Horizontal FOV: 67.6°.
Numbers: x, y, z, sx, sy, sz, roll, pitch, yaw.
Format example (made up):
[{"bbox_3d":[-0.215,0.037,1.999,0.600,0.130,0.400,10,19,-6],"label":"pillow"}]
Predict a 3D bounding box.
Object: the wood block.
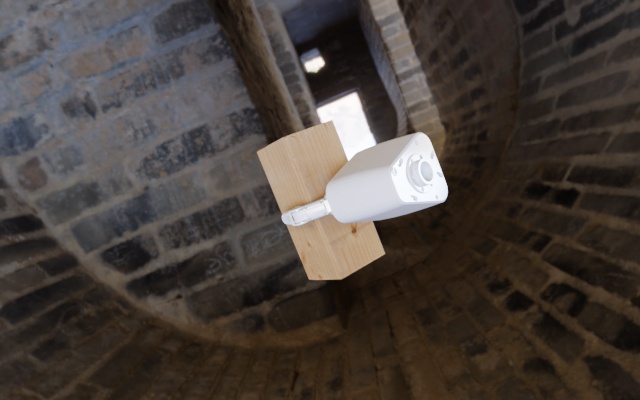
[{"bbox_3d":[0.000,0.002,0.691,0.091,0.206,0.090,-25,5,-32],"label":"wood block"}]
